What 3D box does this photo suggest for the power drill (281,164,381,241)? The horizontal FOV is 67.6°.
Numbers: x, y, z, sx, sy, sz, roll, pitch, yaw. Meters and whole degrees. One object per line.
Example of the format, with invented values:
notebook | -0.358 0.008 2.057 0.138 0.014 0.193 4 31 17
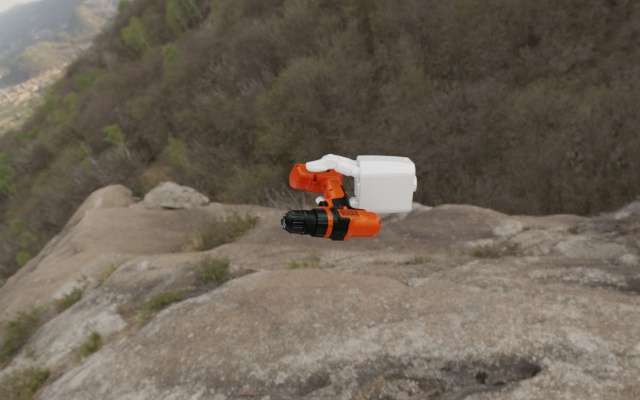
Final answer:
power drill | 0.000 0.003 0.887 0.184 0.057 0.187 5 34 -24
